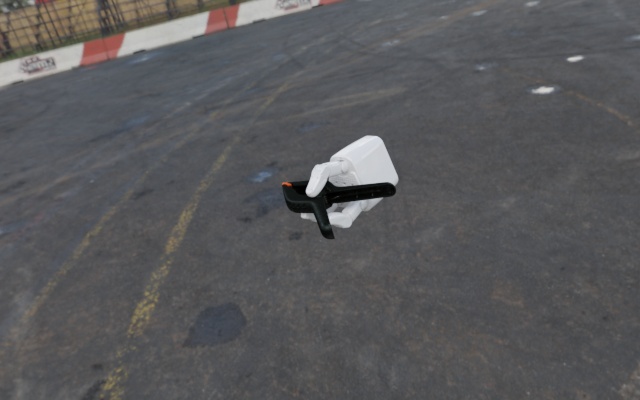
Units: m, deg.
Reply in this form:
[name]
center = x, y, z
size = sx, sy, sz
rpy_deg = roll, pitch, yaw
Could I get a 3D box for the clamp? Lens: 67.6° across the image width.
[clamp]
center = 0.000, 0.002, 0.814
size = 0.210, 0.036, 0.164
rpy_deg = 10, 34, 39
